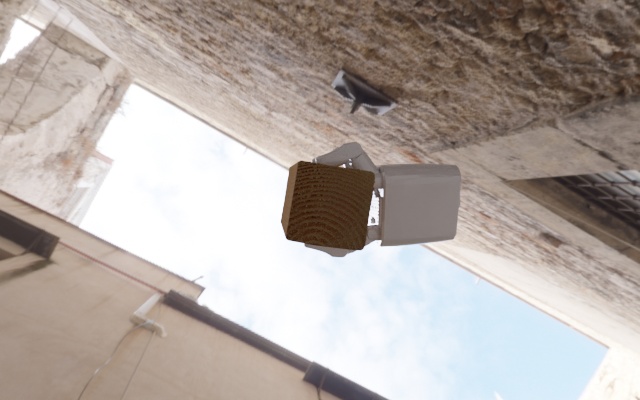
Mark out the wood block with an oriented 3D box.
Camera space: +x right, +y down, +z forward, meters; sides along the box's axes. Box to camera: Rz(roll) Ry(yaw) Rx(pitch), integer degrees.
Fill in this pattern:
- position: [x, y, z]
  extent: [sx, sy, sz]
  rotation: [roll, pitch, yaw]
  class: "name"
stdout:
- position: [0.000, 0.002, 0.622]
  extent: [0.090, 0.091, 0.206]
  rotation: [8, 1, -6]
  class: "wood block"
